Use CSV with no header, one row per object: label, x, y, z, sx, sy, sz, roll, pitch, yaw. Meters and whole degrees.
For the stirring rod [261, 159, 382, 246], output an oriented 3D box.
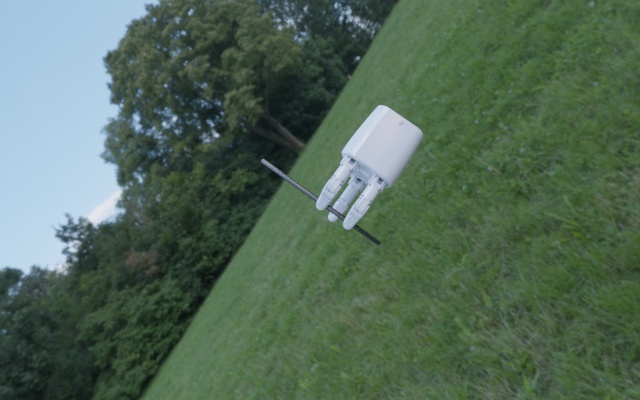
stirring rod,0.000,0.003,0.792,0.239,0.011,0.011,35,2,3
